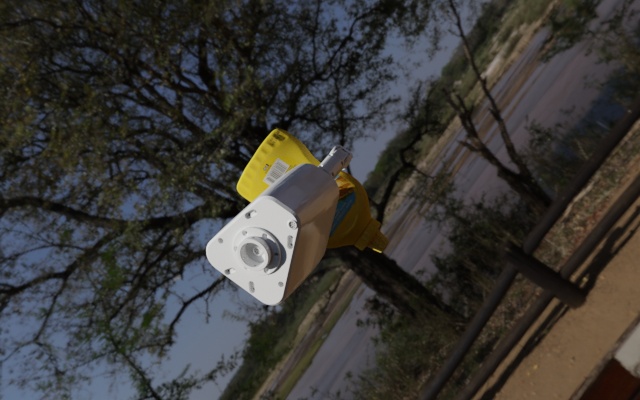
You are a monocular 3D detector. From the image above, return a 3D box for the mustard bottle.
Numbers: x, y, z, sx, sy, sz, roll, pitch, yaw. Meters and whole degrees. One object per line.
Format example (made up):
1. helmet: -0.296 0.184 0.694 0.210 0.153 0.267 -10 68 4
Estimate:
1. mustard bottle: 0.000 0.002 0.583 0.191 0.096 0.058 35 3 5
